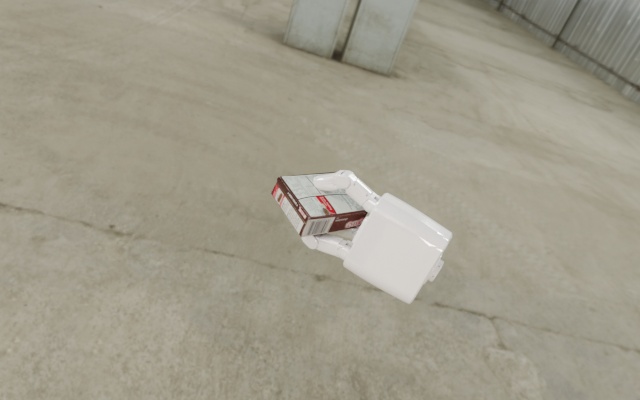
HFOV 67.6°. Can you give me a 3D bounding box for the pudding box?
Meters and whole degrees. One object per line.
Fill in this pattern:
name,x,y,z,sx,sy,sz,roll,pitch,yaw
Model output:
pudding box,0.000,0.002,0.683,0.113,0.039,0.090,-5,45,-39
